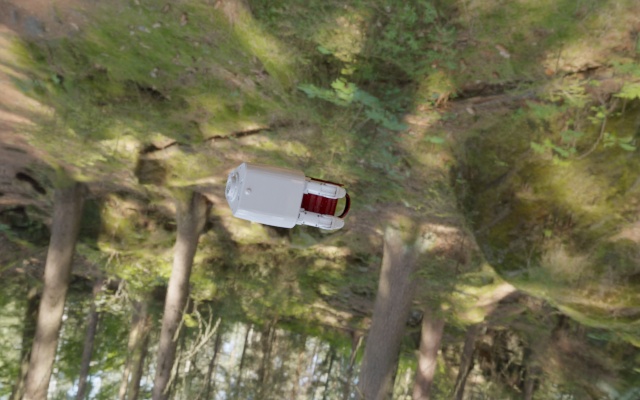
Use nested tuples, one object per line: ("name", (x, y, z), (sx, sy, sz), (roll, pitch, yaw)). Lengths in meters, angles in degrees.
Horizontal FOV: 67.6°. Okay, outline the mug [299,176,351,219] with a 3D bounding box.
("mug", (0.001, 0.003, 0.875), (0.117, 0.081, 0.093), (12, 3, -24))
